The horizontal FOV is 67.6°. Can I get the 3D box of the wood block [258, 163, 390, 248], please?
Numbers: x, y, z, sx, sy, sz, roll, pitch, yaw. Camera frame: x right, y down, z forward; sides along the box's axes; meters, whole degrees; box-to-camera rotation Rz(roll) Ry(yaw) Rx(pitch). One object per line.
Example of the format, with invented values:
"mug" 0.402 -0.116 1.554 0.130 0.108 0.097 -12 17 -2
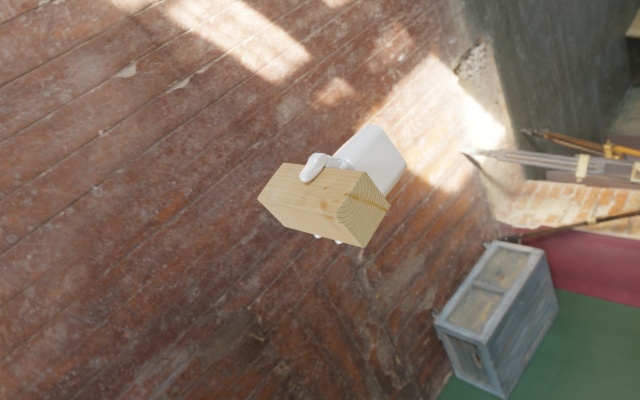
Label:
"wood block" 0.000 0.002 0.817 0.206 0.090 0.091 10 -31 48
